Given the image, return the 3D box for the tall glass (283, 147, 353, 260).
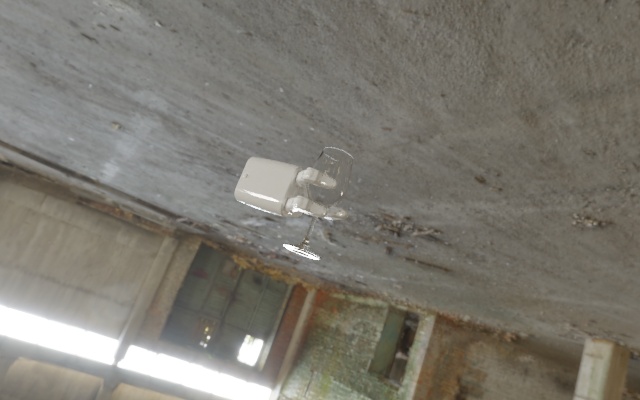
[{"bbox_3d":[0.000,0.004,0.887,0.079,0.201,0.079,20,-14,5],"label":"tall glass"}]
